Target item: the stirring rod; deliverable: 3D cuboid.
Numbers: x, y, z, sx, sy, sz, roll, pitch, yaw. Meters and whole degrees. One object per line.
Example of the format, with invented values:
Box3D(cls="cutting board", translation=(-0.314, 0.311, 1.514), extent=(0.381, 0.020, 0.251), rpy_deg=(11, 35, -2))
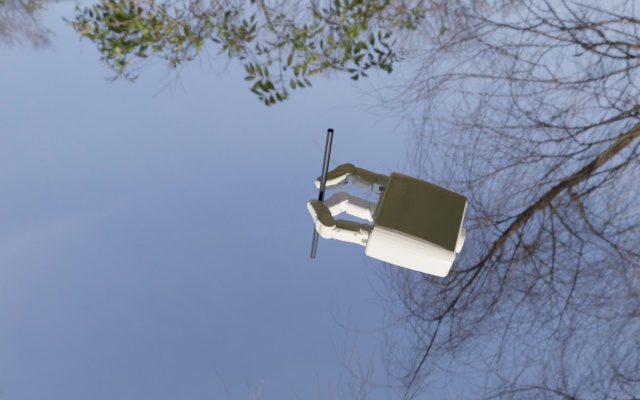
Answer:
Box3D(cls="stirring rod", translation=(0.000, 0.002, 0.643), extent=(0.011, 0.011, 0.240), rpy_deg=(0, -44, -8))
